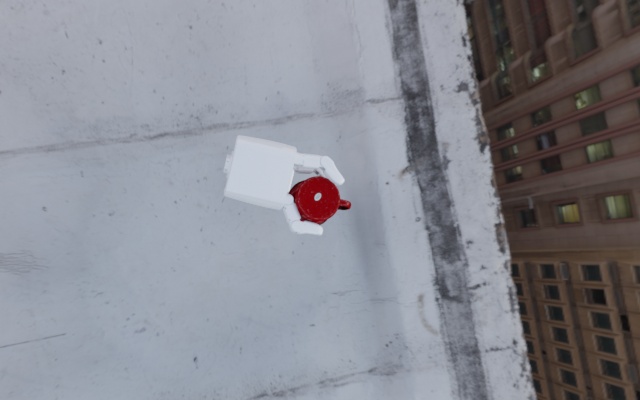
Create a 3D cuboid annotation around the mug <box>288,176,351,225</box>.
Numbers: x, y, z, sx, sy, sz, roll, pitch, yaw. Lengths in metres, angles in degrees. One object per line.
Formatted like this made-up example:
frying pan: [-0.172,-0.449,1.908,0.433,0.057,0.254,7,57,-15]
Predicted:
mug: [0.002,0.003,0.886,0.117,0.093,0.081,11,-9,-11]
